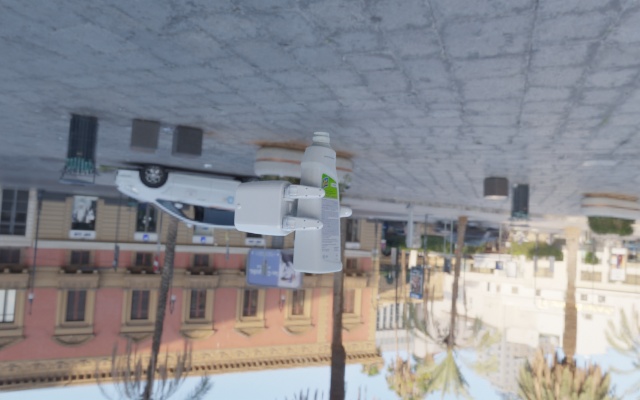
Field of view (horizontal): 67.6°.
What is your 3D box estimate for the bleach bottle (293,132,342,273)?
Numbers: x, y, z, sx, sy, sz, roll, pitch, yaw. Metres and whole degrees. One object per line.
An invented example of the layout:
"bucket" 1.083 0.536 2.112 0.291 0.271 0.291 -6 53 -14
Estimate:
"bleach bottle" 0.000 0.003 0.872 0.068 0.251 0.102 1 -3 29
